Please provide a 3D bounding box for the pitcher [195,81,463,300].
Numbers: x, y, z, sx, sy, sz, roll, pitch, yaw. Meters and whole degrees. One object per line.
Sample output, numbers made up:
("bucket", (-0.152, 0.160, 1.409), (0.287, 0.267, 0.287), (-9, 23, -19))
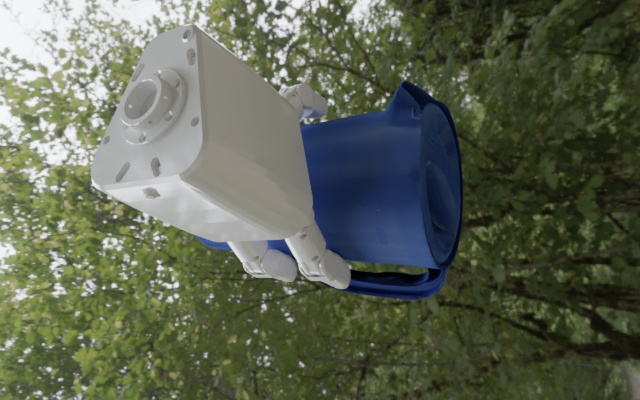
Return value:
("pitcher", (0.000, 0.001, 0.432), (0.243, 0.149, 0.145), (-3, -20, 29))
